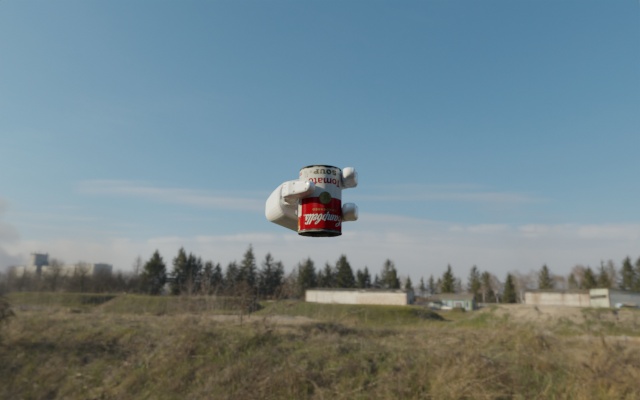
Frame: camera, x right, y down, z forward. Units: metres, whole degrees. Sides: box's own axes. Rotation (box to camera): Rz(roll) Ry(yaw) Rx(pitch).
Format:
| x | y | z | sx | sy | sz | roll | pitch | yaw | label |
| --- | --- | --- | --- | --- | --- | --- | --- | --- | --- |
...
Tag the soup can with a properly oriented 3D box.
| x | y | z | sx | sy | sz | roll | pitch | yaw | label |
| --- | --- | --- | --- | --- | --- | --- | --- | --- | --- |
| 0.000 | 0.002 | 0.738 | 0.068 | 0.102 | 0.068 | 1 | -12 | 0 | soup can |
